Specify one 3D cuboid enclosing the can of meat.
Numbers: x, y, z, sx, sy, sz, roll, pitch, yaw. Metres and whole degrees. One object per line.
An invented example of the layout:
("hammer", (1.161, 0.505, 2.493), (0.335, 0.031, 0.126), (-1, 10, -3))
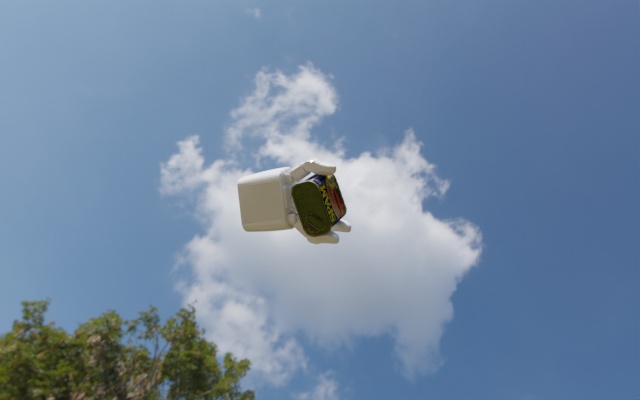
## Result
("can of meat", (0.000, 0.003, 0.868), (0.057, 0.102, 0.084), (-12, 13, 29))
